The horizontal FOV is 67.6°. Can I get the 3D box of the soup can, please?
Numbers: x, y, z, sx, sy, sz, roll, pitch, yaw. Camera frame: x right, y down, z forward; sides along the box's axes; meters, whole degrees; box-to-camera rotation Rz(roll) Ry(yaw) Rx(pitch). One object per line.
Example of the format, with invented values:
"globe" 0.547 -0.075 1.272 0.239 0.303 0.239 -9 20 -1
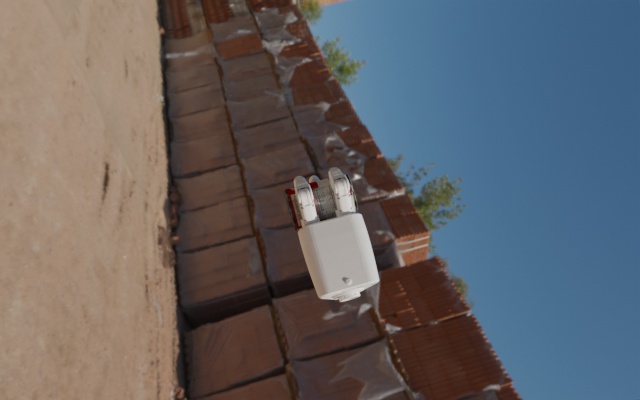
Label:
"soup can" 0.000 0.002 0.748 0.102 0.068 0.068 -15 1 -5
